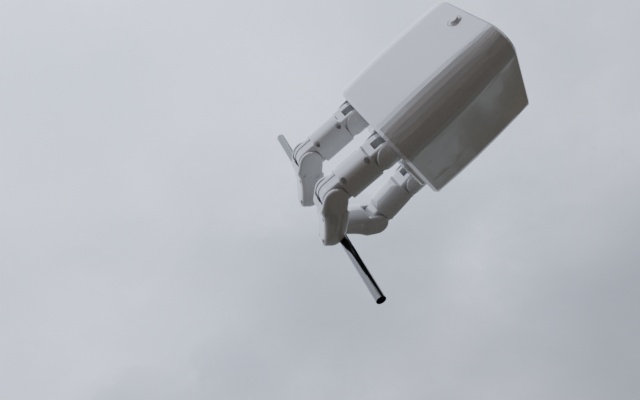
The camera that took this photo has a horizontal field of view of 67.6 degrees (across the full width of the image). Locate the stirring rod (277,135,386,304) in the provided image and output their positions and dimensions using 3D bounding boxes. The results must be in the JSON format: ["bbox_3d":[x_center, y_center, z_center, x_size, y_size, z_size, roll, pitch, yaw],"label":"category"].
[{"bbox_3d":[0.000,0.001,0.424,0.011,0.011,0.239,0,35,-26],"label":"stirring rod"}]
